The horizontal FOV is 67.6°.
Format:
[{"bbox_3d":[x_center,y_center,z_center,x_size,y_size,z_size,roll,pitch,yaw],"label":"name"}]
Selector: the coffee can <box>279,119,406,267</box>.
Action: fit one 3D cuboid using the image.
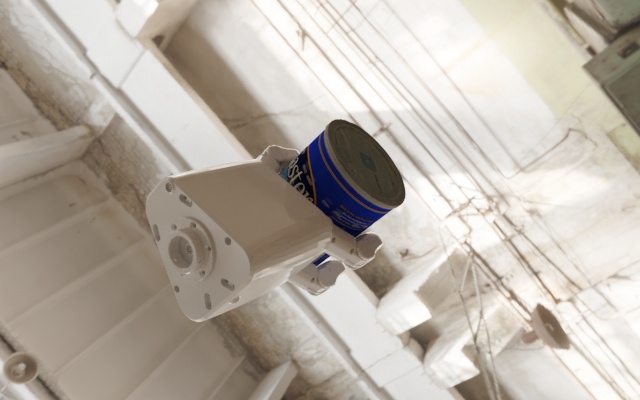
[{"bbox_3d":[0.000,0.001,0.484,0.140,0.102,0.103,-41,-24,30],"label":"coffee can"}]
